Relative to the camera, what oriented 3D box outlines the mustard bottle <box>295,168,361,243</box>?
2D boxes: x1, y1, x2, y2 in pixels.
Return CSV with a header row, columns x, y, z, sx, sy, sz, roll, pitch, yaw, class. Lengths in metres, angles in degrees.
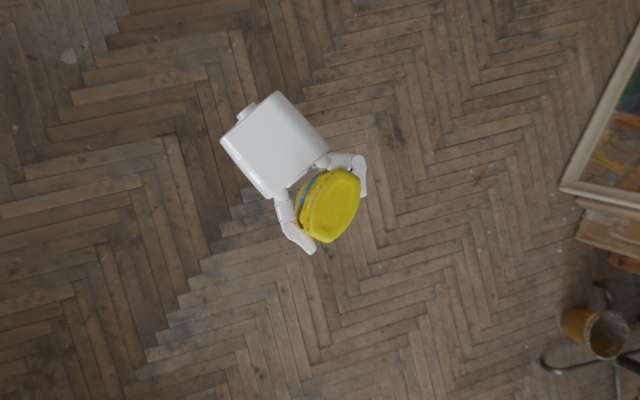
x,y,z,sx,sy,sz,roll,pitch,yaw,class
0.000,0.002,0.693,0.058,0.096,0.191,25,-2,-12,mustard bottle
